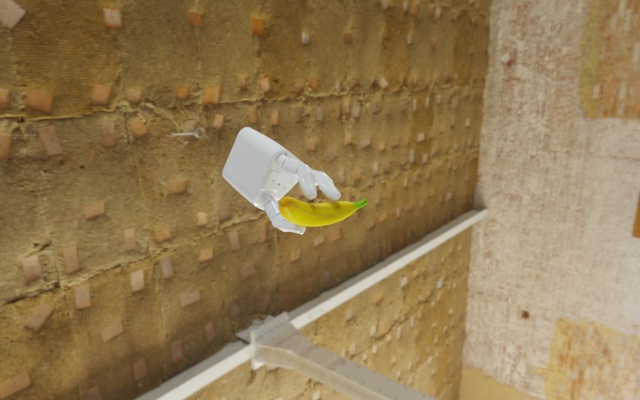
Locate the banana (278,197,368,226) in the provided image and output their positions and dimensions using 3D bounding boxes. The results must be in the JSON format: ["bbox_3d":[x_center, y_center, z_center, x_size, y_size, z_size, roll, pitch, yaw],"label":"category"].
[{"bbox_3d":[-0.008,0.015,0.773,0.198,0.037,0.070,-3,-39,-48],"label":"banana"}]
